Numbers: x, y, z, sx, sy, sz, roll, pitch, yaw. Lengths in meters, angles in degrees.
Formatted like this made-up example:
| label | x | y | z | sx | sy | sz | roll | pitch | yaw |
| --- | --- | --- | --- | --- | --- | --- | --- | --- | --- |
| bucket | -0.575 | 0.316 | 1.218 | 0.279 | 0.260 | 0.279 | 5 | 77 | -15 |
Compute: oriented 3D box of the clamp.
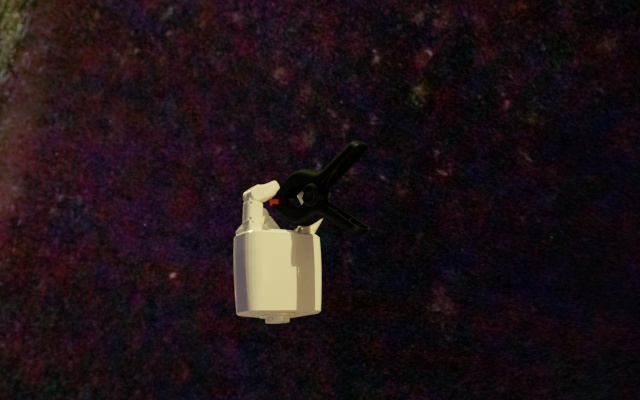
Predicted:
| label | x | y | z | sx | sy | sz | roll | pitch | yaw |
| --- | --- | --- | --- | --- | --- | --- | --- | --- | --- |
| clamp | 0.000 | 0.002 | 0.634 | 0.039 | 0.120 | 0.171 | 16 | -27 | -42 |
